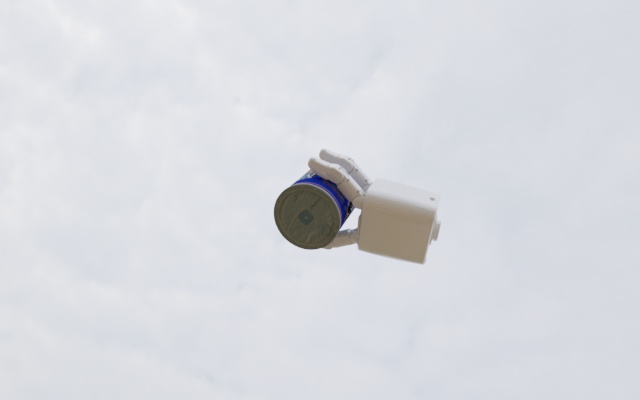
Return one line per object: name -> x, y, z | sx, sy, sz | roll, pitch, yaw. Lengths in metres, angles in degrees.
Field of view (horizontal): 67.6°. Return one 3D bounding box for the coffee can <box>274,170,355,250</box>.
coffee can -> 0.000, 0.003, 0.753 | 0.103, 0.103, 0.140 | 0, 19, 19
